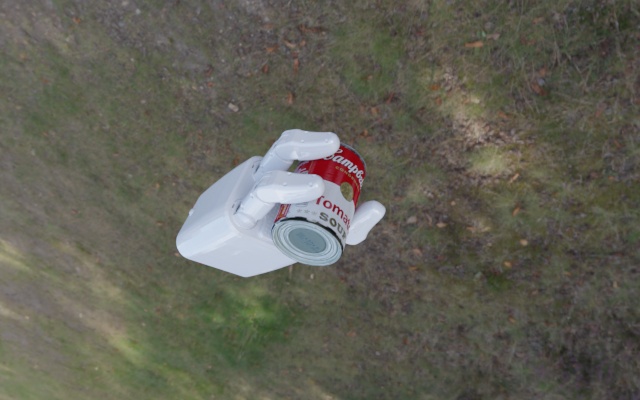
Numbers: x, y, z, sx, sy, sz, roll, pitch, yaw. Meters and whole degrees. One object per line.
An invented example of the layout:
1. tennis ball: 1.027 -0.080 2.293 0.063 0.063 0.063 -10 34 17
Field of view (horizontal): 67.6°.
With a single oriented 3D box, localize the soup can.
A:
1. soup can: 0.000 0.002 0.450 0.068 0.102 0.069 11 -40 10
